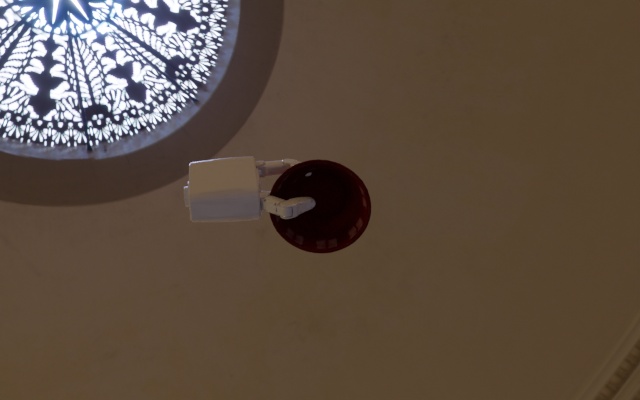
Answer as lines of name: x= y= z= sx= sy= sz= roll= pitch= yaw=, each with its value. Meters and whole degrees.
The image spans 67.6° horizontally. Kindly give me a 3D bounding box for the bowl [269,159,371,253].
bowl: x=0.001 y=0.003 z=0.769 sx=0.162 sy=0.162 sz=0.055 roll=0 pitch=24 yaw=4
